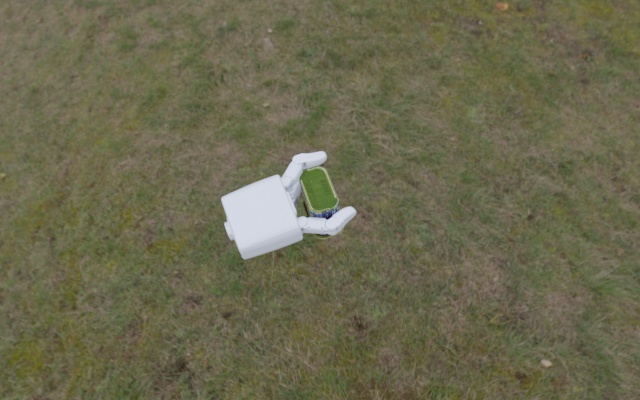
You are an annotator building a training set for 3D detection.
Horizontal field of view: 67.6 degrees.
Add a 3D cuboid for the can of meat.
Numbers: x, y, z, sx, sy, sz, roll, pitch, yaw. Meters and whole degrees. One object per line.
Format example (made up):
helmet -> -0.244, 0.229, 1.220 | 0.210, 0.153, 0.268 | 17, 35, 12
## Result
can of meat -> 0.000, 0.003, 0.838 | 0.057, 0.102, 0.084 | -18, -35, -5
